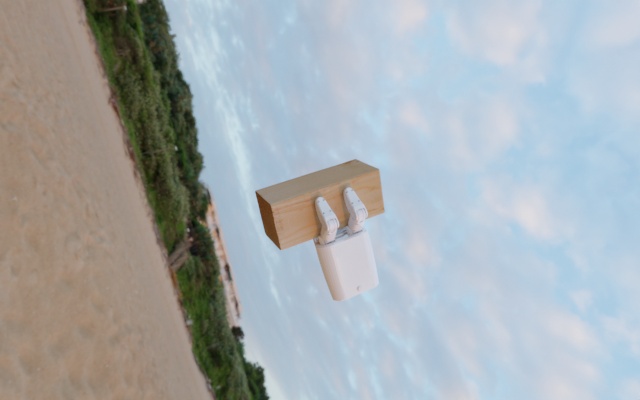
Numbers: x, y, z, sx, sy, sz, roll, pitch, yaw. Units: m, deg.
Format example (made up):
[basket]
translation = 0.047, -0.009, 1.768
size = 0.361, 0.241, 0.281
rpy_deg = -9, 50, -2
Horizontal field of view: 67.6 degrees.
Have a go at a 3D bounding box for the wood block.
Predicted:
[wood block]
translation = 0.000, 0.003, 0.858
size = 0.206, 0.090, 0.090
rpy_deg = -19, 23, -20
